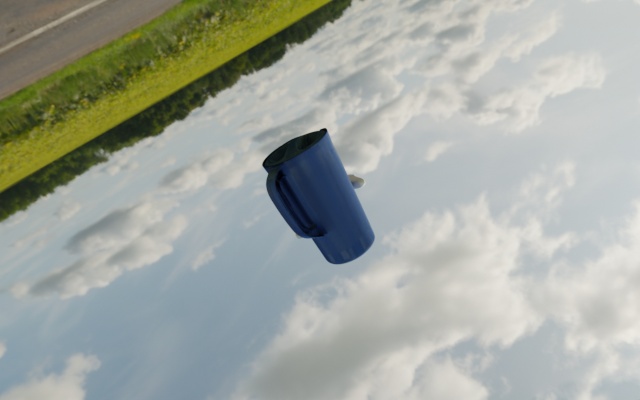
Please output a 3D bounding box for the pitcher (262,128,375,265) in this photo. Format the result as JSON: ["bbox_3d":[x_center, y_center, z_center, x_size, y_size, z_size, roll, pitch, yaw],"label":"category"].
[{"bbox_3d":[0.000,0.003,0.885,0.149,0.243,0.145,-31,20,-4],"label":"pitcher"}]
